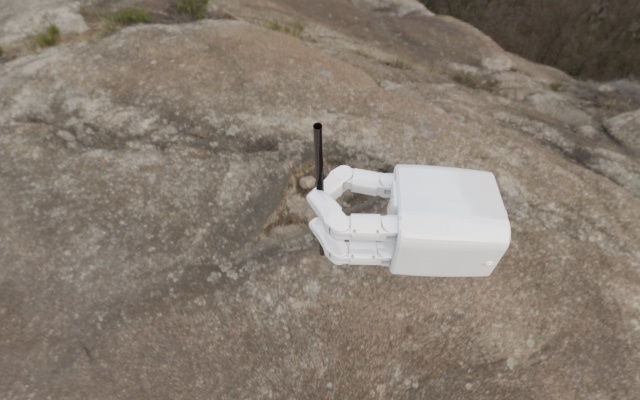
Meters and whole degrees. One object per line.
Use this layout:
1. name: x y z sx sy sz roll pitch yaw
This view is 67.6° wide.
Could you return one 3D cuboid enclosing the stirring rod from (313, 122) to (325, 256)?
1. stirring rod: 0.000 0.002 0.510 0.011 0.011 0.240 0 -33 1
